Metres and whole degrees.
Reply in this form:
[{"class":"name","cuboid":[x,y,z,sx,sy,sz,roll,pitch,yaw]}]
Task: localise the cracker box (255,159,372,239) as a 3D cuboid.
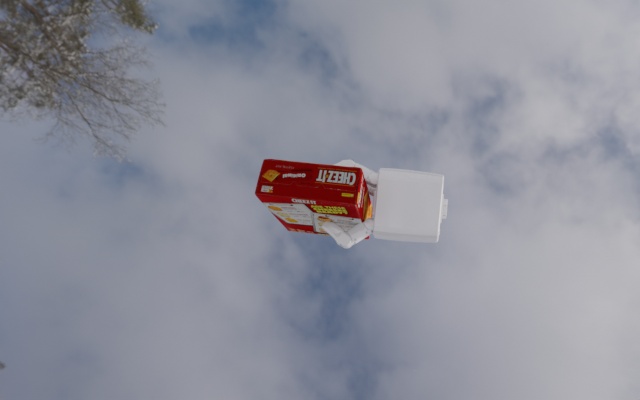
[{"class":"cracker box","cuboid":[0.000,0.003,0.831,0.164,0.072,0.214,6,-18,13]}]
